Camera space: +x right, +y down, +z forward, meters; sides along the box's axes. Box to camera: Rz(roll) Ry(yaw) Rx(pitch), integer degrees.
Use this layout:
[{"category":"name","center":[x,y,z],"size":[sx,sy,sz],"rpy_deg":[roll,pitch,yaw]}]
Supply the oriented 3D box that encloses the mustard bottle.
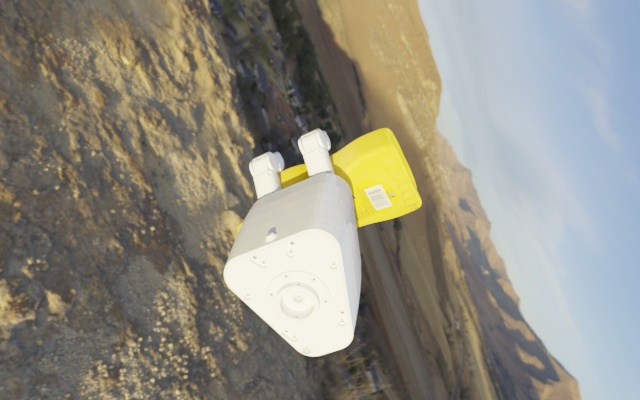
[{"category":"mustard bottle","center":[0.000,0.001,0.495],"size":[0.191,0.058,0.096],"rpy_deg":[-22,-46,15]}]
